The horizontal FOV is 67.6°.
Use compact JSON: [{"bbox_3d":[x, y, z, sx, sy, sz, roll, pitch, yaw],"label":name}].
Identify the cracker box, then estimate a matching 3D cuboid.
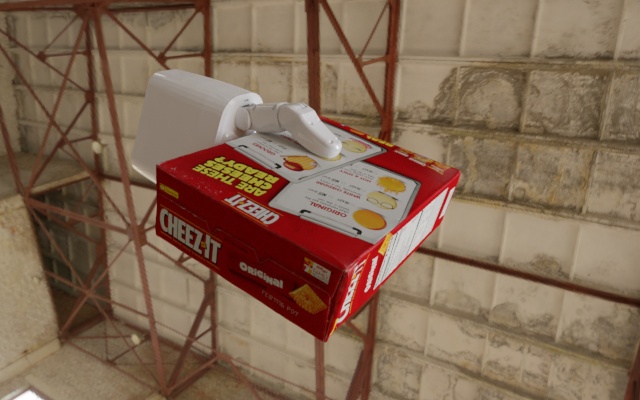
[{"bbox_3d":[0.000,0.001,0.402,0.164,0.072,0.213,26,32,24],"label":"cracker box"}]
